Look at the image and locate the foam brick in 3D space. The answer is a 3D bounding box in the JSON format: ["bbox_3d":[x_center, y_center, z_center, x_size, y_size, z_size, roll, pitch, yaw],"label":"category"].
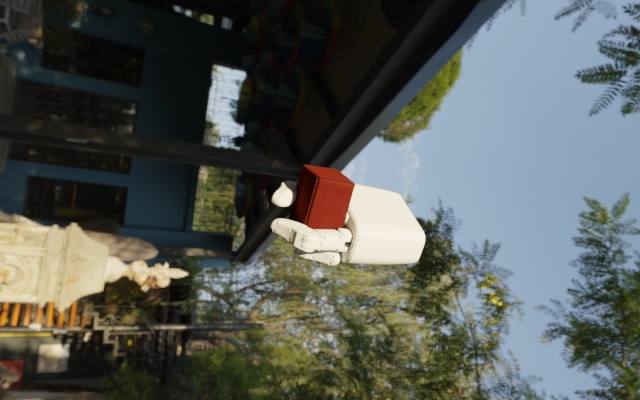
[{"bbox_3d":[0.000,0.002,0.582,0.051,0.078,0.053,6,20,-26],"label":"foam brick"}]
